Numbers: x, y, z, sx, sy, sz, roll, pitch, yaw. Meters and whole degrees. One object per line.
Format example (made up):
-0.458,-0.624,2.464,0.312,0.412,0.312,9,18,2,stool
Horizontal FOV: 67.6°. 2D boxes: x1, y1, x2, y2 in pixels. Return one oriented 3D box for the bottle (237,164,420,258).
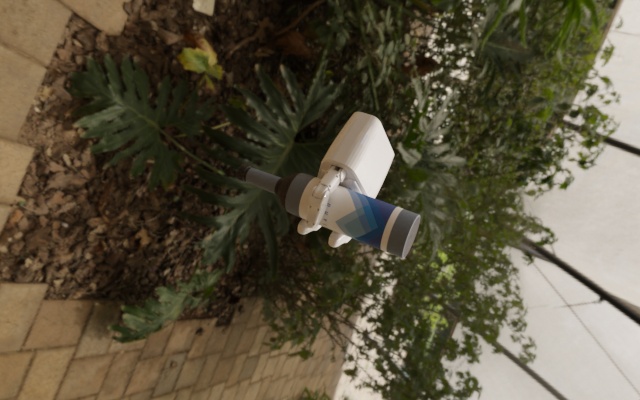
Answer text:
0.000,0.003,0.727,0.295,0.069,0.069,21,7,20,bottle
